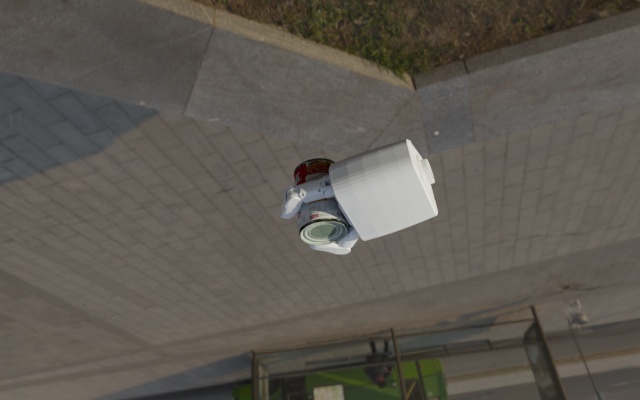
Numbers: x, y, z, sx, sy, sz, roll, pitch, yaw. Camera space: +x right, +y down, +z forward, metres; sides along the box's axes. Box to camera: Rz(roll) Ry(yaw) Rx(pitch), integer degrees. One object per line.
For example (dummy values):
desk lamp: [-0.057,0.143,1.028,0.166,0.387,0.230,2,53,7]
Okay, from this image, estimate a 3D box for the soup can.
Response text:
soup can: [0.000,0.002,0.658,0.068,0.102,0.069,-5,-33,-3]
